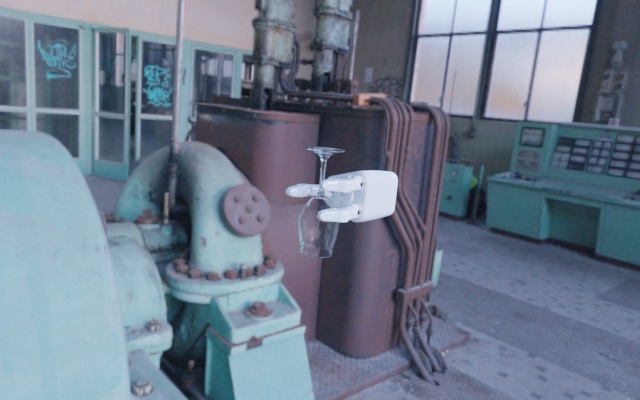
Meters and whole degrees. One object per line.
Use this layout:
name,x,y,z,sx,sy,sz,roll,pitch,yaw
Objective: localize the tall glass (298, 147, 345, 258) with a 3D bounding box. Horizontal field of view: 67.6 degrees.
tall glass,0.000,0.002,0.894,0.079,0.201,0.079,5,11,-1
